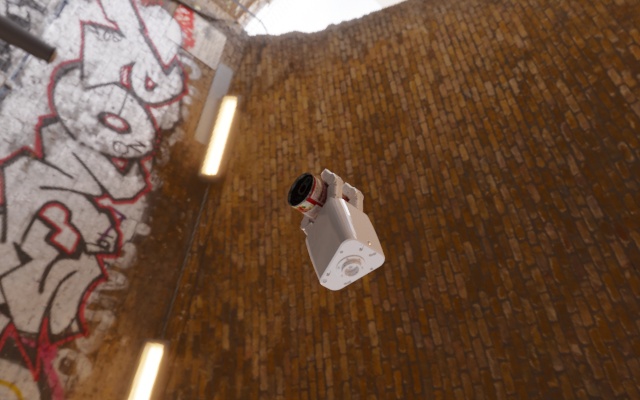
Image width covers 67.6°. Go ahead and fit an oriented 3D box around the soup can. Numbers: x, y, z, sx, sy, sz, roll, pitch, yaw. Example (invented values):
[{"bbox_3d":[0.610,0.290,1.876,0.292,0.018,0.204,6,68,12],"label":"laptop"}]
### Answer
[{"bbox_3d":[0.000,0.003,0.872,0.102,0.068,0.068,32,-18,-32],"label":"soup can"}]
